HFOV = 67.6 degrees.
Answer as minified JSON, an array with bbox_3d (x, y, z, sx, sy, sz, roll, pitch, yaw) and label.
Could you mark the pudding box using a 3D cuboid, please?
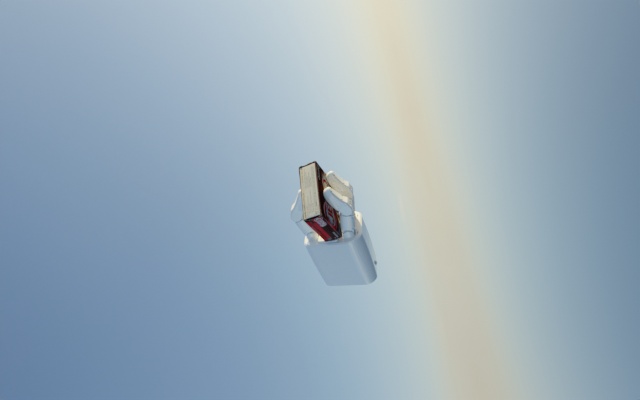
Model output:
[{"bbox_3d":[0.000,0.003,0.825,0.039,0.113,0.090,-19,-34,15],"label":"pudding box"}]
